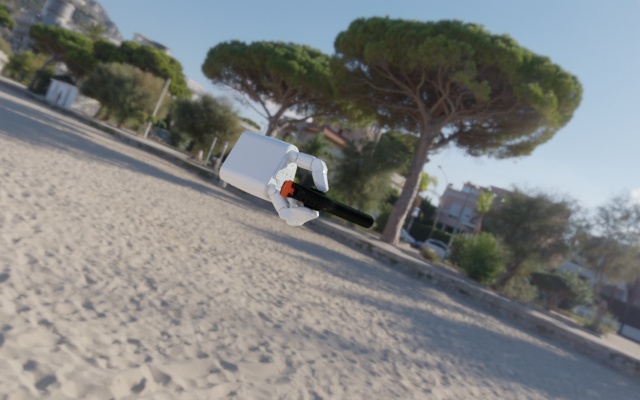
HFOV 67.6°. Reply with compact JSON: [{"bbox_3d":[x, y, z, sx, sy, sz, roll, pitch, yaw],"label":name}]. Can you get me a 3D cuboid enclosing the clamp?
[{"bbox_3d":[0.000,0.002,0.837,0.164,0.036,0.210,21,-1,22],"label":"clamp"}]
